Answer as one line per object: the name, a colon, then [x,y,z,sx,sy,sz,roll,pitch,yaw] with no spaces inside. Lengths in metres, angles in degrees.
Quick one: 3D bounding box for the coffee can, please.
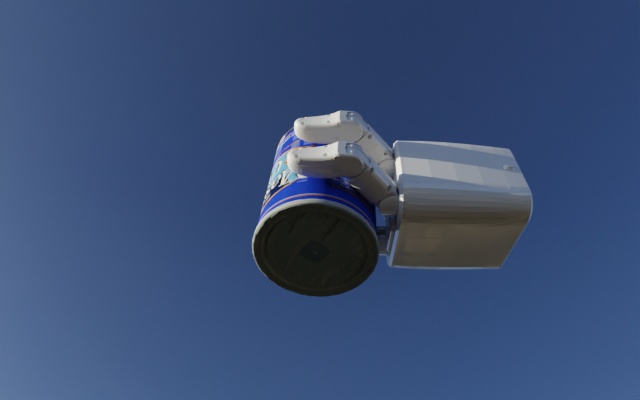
coffee can: [0.000,0.002,0.439,0.103,0.103,0.140,0,37,5]
